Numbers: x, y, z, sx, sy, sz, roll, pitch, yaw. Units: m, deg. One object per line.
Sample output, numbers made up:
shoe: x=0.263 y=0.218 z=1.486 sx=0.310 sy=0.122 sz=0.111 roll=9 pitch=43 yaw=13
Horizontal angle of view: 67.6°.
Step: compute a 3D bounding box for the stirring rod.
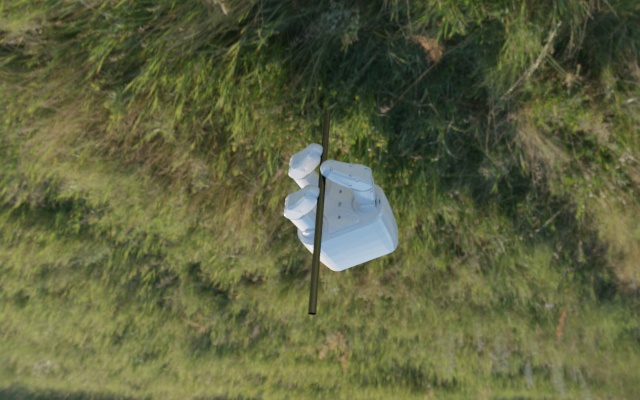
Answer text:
stirring rod: x=0.000 y=0.002 z=0.507 sx=0.011 sy=0.239 sz=0.011 roll=3 pitch=-29 yaw=2
